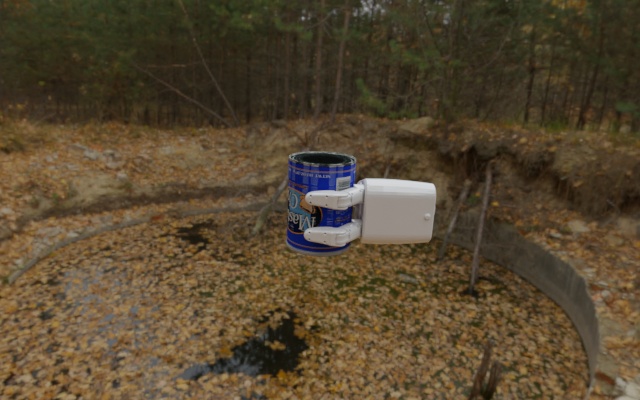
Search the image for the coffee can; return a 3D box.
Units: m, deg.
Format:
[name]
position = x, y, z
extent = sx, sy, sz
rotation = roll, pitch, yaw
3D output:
[coffee can]
position = 0.000, 0.003, 0.735
extent = 0.103, 0.140, 0.102
rotation = 2, 16, -1
